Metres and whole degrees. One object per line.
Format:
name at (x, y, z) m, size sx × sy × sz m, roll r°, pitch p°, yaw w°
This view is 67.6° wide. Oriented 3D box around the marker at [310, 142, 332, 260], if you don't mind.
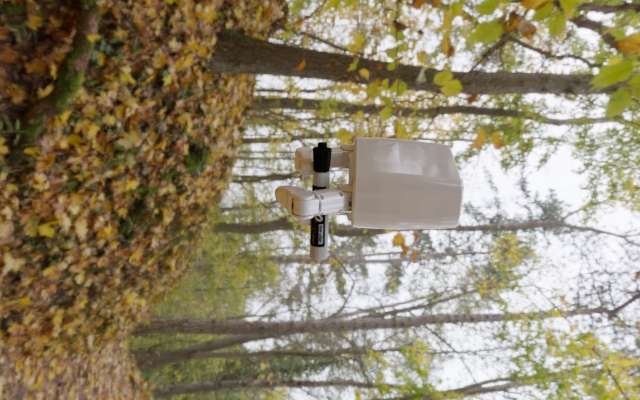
marker at (0.000, 0.002, 0.478) m, size 0.020 × 0.121 × 0.020 m, roll 2°, pitch 18°, yaw -1°
